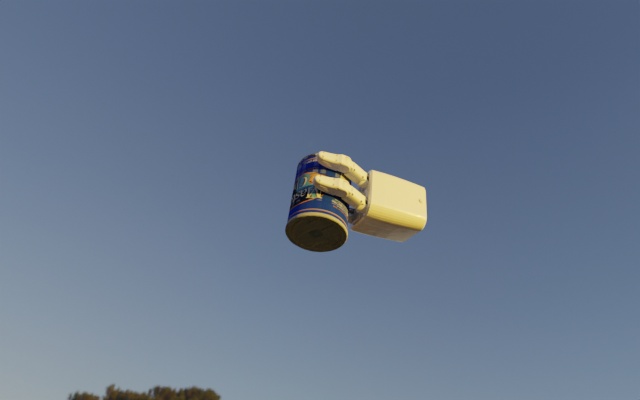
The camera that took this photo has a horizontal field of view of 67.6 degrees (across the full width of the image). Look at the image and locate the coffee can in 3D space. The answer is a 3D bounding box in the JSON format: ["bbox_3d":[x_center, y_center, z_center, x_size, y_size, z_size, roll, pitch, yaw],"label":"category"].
[{"bbox_3d":[0.000,0.003,0.824,0.103,0.140,0.103,5,-39,4],"label":"coffee can"}]
